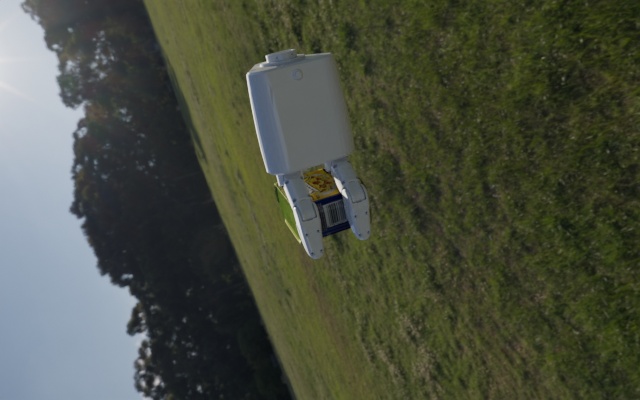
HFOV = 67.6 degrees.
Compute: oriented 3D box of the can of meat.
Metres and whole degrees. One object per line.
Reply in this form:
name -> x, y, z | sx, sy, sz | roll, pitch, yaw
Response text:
can of meat -> 0.000, 0.002, 0.554 | 0.084, 0.057, 0.102 | -18, 26, -14
